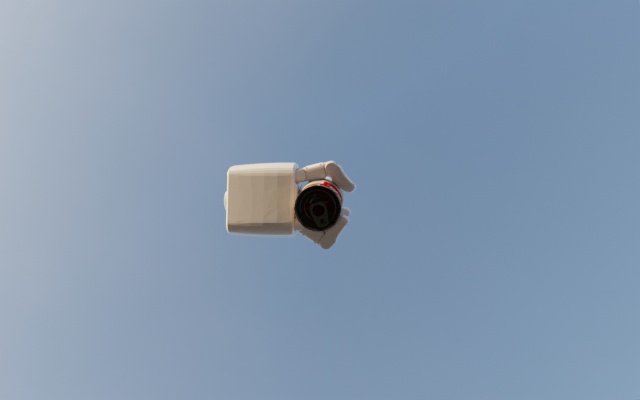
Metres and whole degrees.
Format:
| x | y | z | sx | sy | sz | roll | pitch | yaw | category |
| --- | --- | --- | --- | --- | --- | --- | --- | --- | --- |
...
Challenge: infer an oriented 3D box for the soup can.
| x | y | z | sx | sy | sz | roll | pitch | yaw | category |
| --- | --- | --- | --- | --- | --- | --- | --- | --- | --- |
| 0.001 | 0.002 | 0.731 | 0.068 | 0.068 | 0.102 | 0 | 11 | 5 | soup can |
